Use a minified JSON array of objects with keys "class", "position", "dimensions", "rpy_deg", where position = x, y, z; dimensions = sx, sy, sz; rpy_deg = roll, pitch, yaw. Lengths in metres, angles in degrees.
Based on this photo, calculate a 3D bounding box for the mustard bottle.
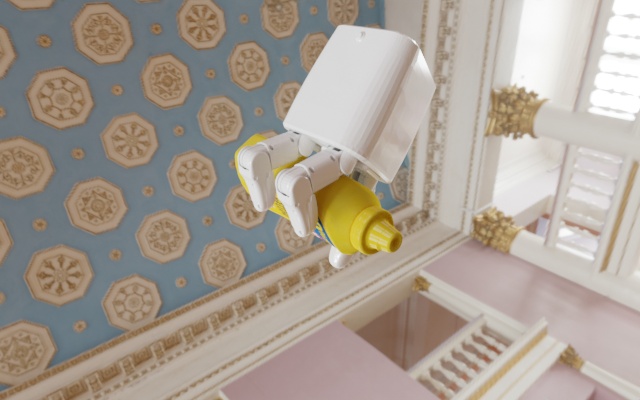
[{"class":"mustard bottle","position":[0.000,0.002,0.449],"dimensions":[0.191,0.058,0.096],"rpy_deg":[28,-24,44]}]
